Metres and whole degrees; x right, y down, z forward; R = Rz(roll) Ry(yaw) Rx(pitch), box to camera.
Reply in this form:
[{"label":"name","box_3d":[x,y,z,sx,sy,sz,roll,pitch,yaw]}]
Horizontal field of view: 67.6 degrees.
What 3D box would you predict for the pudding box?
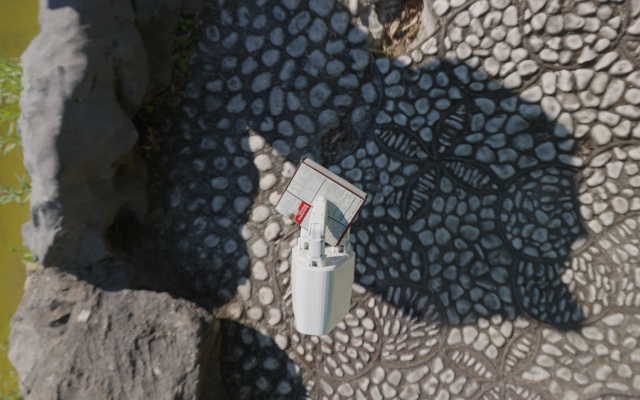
[{"label":"pudding box","box_3d":[0.000,0.002,0.709,0.113,0.090,0.039,32,16,0]}]
